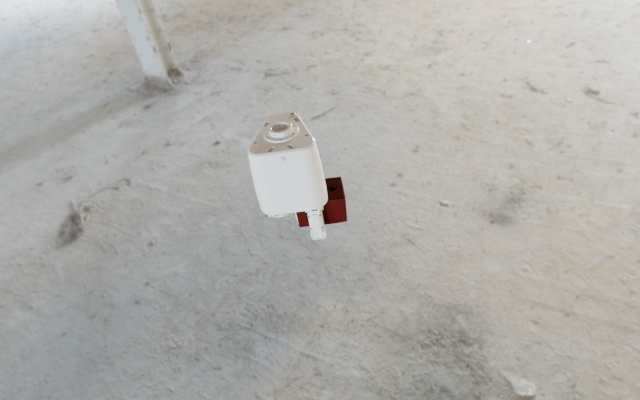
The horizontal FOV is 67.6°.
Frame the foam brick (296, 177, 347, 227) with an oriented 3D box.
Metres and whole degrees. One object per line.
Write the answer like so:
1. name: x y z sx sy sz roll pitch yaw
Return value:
1. foam brick: 0.000 0.002 0.741 0.078 0.051 0.053 -8 40 3
